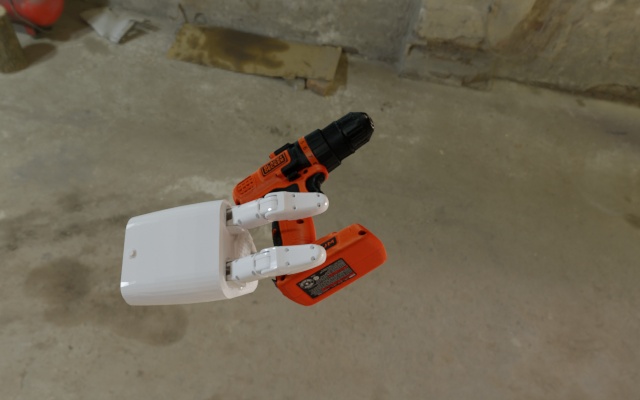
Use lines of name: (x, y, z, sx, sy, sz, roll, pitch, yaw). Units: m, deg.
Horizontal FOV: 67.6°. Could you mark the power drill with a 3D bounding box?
power drill: (0.000, 0.002, 0.503, 0.184, 0.187, 0.057, -34, -47, 10)
